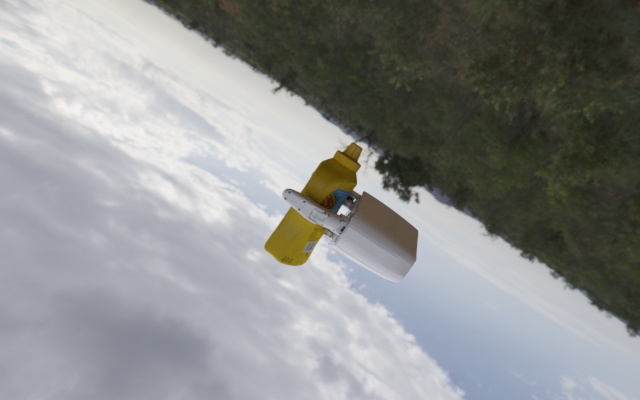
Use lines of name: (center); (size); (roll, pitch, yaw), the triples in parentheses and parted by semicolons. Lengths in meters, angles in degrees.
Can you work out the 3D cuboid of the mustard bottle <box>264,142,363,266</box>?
mustard bottle: (0.000, 0.002, 0.679); (0.058, 0.191, 0.096); (38, 11, 22)
